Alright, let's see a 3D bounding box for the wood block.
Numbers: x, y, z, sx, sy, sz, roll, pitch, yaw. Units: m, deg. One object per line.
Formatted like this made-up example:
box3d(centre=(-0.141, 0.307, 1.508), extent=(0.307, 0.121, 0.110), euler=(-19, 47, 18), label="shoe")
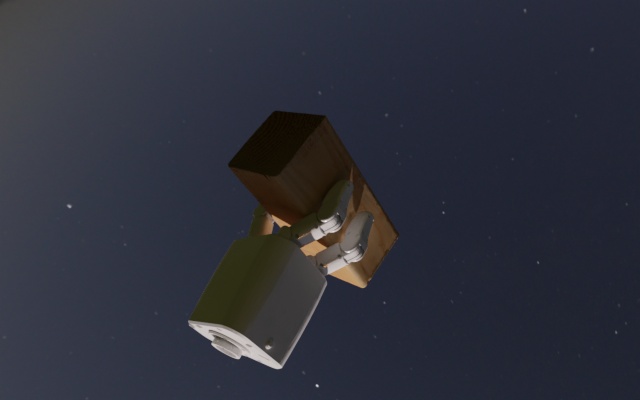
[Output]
box3d(centre=(0.000, 0.002, 0.565), extent=(0.091, 0.090, 0.206), euler=(15, -29, 44), label="wood block")
